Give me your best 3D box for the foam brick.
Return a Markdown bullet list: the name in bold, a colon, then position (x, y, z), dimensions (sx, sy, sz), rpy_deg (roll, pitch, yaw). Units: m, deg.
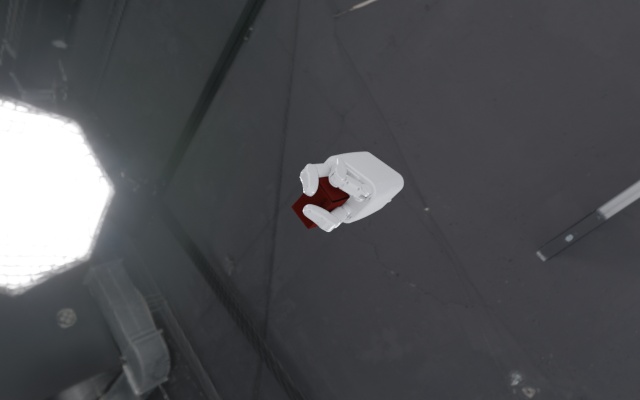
- **foam brick**: position (0.000, 0.003, 0.810), dimensions (0.051, 0.053, 0.078), rpy_deg (-17, -24, -50)
